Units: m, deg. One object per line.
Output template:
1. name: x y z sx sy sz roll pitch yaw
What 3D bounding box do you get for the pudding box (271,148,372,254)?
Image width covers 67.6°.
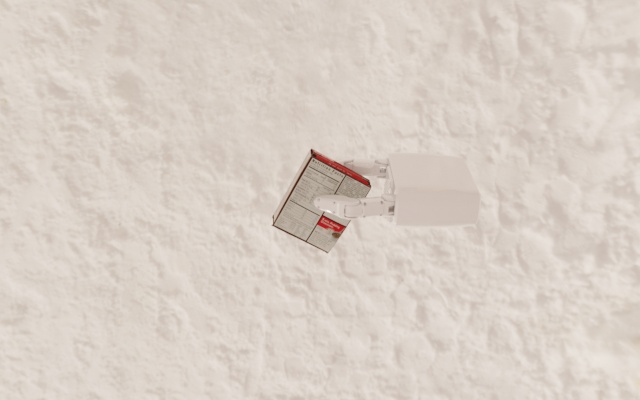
1. pudding box: 0.000 0.002 0.626 0.090 0.113 0.039 28 16 -10
